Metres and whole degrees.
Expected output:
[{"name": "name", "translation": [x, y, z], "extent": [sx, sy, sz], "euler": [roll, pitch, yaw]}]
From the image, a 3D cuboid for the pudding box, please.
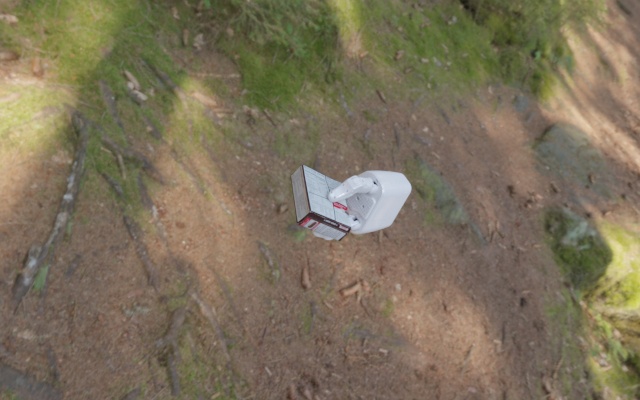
[{"name": "pudding box", "translation": [0.000, 0.002, 0.789], "extent": [0.090, 0.113, 0.039], "euler": [23, -54, -31]}]
